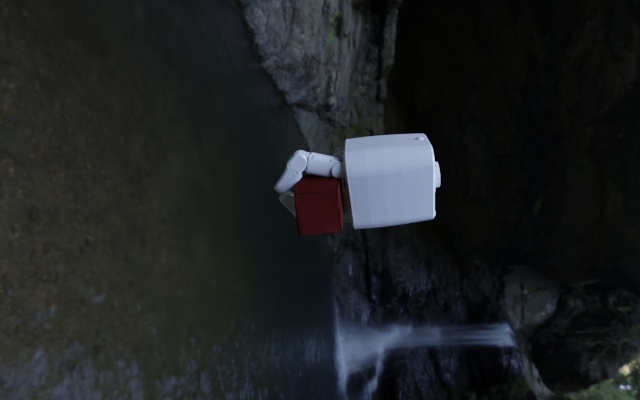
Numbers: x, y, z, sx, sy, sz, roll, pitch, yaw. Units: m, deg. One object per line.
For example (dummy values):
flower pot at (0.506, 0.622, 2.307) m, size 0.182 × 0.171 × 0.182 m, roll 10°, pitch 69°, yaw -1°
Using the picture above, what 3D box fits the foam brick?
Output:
foam brick at (0.000, 0.002, 0.574) m, size 0.051 × 0.053 × 0.078 m, roll -4°, pitch 20°, yaw 6°
